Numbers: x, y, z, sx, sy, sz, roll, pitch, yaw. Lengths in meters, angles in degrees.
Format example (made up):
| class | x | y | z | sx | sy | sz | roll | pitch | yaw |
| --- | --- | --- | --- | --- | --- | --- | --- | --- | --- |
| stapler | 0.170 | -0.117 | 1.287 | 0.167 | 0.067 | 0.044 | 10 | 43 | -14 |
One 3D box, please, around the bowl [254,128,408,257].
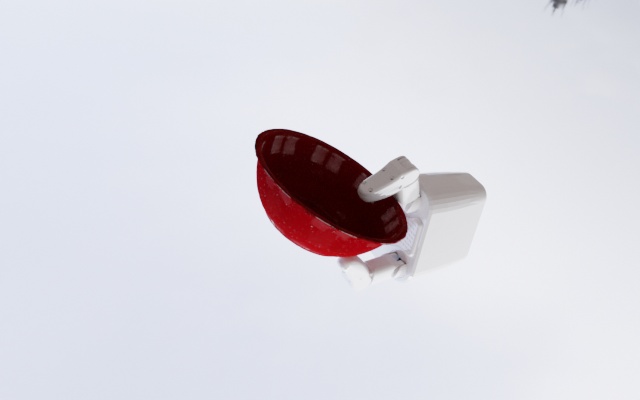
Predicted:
| class | x | y | z | sx | sy | sz | roll | pitch | yaw |
| --- | --- | --- | --- | --- | --- | --- | --- | --- | --- |
| bowl | -0.001 | 0.001 | 0.446 | 0.162 | 0.055 | 0.162 | 28 | 26 | -15 |
